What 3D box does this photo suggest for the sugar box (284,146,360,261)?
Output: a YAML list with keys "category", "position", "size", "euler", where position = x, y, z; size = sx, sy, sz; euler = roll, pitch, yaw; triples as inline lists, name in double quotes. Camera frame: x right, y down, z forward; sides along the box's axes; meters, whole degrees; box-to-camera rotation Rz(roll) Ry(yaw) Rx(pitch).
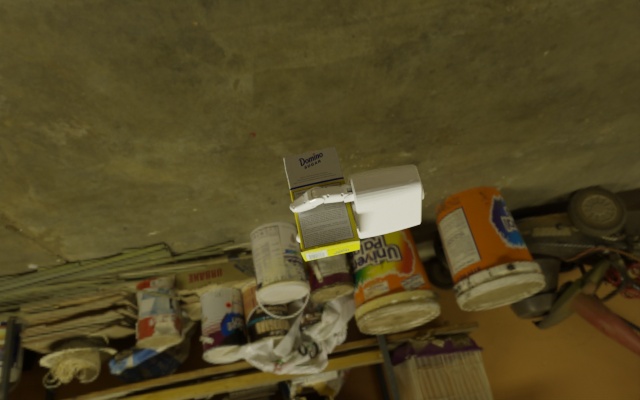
- category: "sugar box"
  position: [0.000, 0.003, 0.780]
  size: [0.093, 0.176, 0.048]
  euler: [-12, -28, -1]
